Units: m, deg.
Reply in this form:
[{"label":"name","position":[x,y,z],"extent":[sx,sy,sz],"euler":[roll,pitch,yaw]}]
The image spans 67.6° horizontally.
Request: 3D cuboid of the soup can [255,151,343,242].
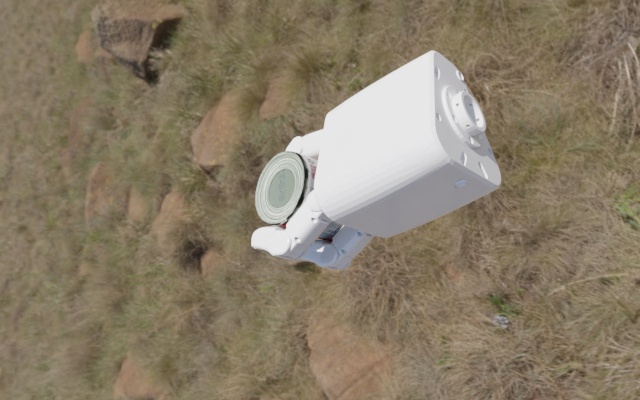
[{"label":"soup can","position":[-0.001,0.001,0.440],"extent":[0.102,0.068,0.068],"euler":[19,-13,-41]}]
